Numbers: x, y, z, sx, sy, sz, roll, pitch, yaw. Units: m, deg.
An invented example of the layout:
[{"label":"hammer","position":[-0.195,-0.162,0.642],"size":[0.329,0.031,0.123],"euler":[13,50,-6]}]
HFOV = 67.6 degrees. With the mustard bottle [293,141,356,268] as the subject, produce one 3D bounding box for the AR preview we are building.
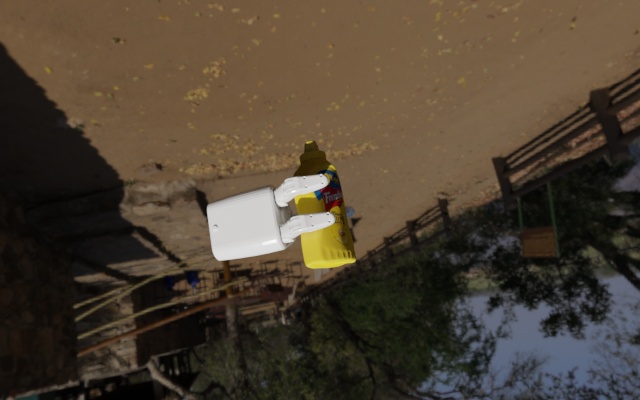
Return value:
[{"label":"mustard bottle","position":[0.000,0.002,0.714],"size":[0.058,0.191,0.096],"euler":[-20,-16,33]}]
